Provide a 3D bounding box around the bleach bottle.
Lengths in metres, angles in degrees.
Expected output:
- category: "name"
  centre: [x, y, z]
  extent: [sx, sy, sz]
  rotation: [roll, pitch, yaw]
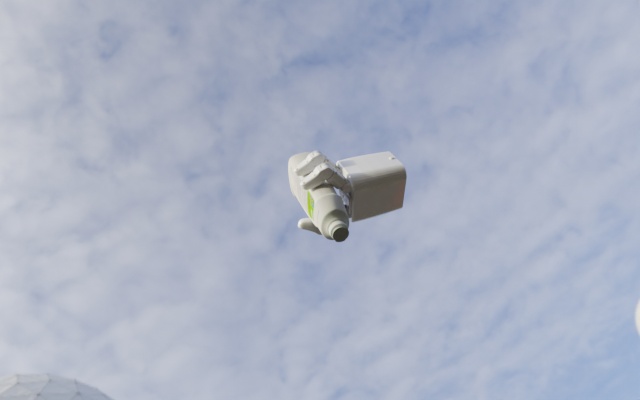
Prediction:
- category: "bleach bottle"
  centre: [0.000, 0.003, 0.868]
  extent: [0.068, 0.103, 0.250]
  rotation: [-14, 31, -10]
